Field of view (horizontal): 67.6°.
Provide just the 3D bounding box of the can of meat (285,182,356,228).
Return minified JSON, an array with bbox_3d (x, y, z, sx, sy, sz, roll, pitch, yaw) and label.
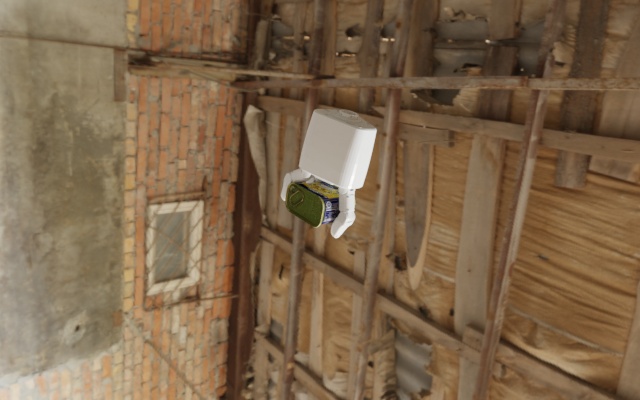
[{"bbox_3d":[0.000,0.003,0.866,0.084,0.057,0.102,-8,27,-42],"label":"can of meat"}]
